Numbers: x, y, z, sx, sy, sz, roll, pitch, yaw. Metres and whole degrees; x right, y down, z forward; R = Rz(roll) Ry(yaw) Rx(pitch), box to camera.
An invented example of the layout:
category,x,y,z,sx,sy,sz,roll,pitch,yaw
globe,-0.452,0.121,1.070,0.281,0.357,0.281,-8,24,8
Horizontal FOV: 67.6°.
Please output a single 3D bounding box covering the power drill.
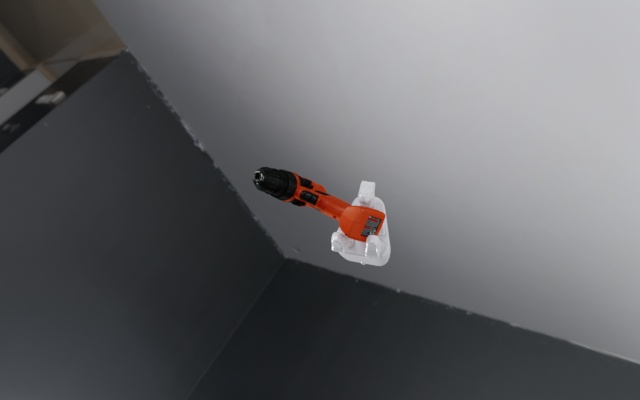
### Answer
category,x,y,z,sx,sy,sz,roll,pitch,yaw
power drill,0.001,0.003,0.786,0.187,0.057,0.184,28,8,33
